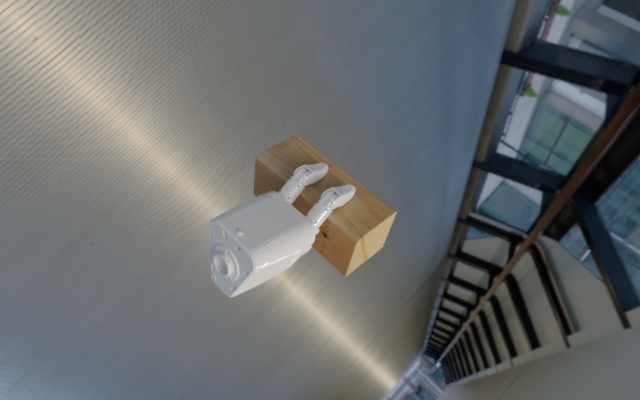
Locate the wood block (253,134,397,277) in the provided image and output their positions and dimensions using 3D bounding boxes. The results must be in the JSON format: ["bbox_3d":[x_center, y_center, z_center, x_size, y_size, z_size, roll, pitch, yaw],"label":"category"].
[{"bbox_3d":[0.000,0.003,0.724,0.206,0.091,0.090,40,53,23],"label":"wood block"}]
